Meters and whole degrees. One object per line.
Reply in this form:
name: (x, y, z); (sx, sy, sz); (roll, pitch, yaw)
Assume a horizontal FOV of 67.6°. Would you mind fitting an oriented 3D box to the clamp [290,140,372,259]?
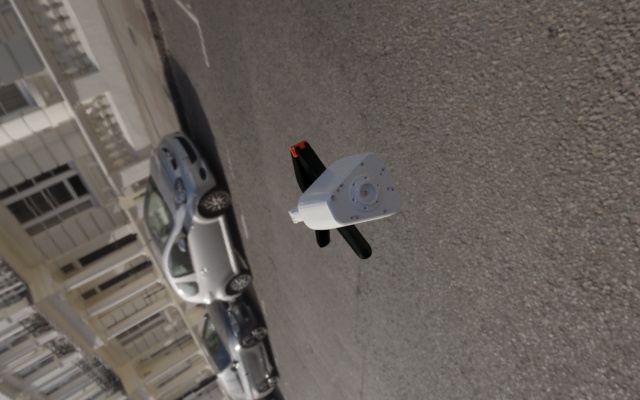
clamp: (-0.001, 0.003, 0.805); (0.036, 0.210, 0.164); (-29, 7, -23)
